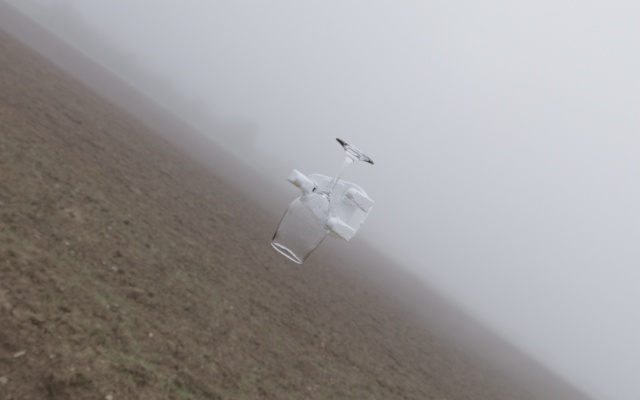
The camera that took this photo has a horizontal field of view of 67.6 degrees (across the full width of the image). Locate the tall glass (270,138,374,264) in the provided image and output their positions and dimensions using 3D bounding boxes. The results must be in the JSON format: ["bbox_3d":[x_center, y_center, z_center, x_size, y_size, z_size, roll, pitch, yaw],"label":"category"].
[{"bbox_3d":[0.000,0.002,0.770,0.079,0.201,0.079,34,0,0],"label":"tall glass"}]
